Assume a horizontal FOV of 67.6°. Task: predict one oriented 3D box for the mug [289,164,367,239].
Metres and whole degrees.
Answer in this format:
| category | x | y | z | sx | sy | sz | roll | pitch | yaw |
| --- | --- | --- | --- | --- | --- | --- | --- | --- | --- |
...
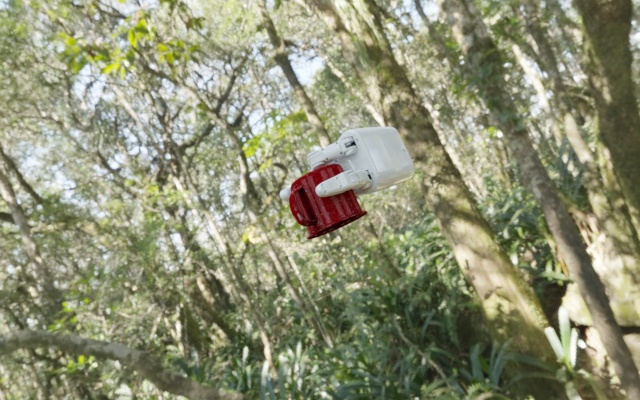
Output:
| category | x | y | z | sx | sy | sz | roll | pitch | yaw |
| --- | --- | --- | --- | --- | --- | --- | --- | --- | --- |
| mug | -0.001 | 0.002 | 0.672 | 0.117 | 0.081 | 0.093 | -15 | -12 | -46 |
